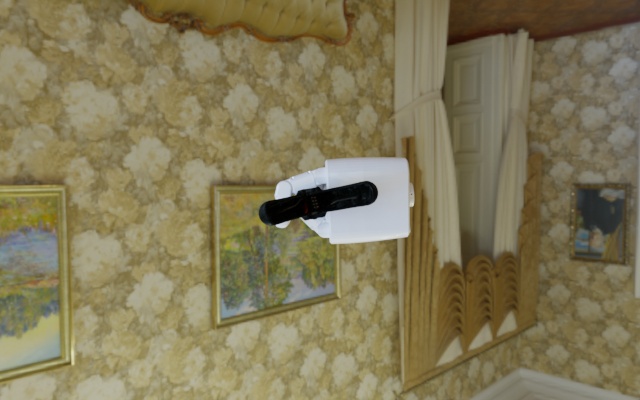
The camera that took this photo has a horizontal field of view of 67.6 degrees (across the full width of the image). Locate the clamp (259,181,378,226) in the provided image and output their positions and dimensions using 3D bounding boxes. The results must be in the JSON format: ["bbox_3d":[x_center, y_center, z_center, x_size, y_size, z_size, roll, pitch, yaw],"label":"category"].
[{"bbox_3d":[0.000,0.002,0.540,0.120,0.039,0.171,-6,3,1],"label":"clamp"}]
